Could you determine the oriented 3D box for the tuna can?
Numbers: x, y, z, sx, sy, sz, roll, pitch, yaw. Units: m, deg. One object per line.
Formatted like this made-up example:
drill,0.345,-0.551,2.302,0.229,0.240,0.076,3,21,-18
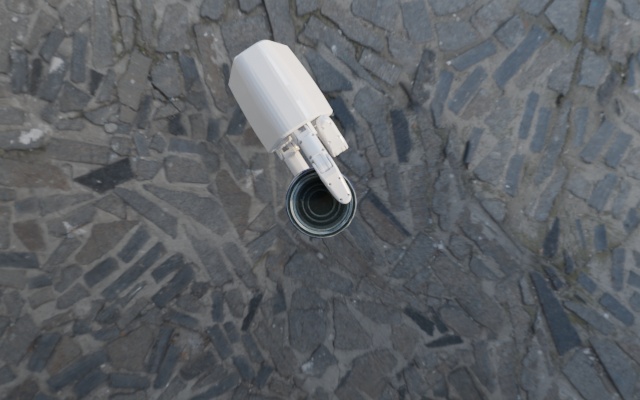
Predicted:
tuna can,0.000,0.002,0.572,0.086,0.086,0.034,0,4,-5
